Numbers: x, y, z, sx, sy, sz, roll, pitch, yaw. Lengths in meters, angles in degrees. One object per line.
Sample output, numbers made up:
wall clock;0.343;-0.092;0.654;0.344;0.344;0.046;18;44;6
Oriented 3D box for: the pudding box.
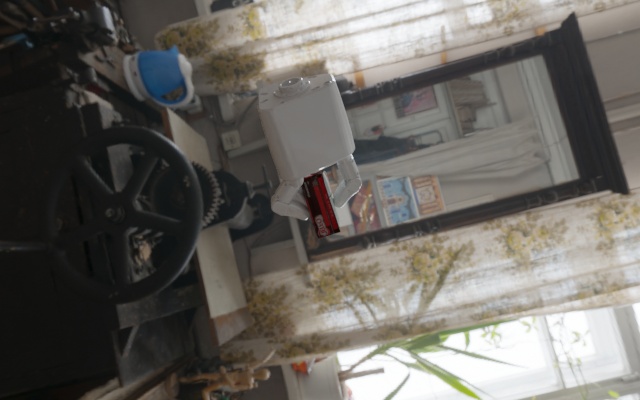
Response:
pudding box;0.000;0.002;0.719;0.039;0.090;0.113;-16;5;5
